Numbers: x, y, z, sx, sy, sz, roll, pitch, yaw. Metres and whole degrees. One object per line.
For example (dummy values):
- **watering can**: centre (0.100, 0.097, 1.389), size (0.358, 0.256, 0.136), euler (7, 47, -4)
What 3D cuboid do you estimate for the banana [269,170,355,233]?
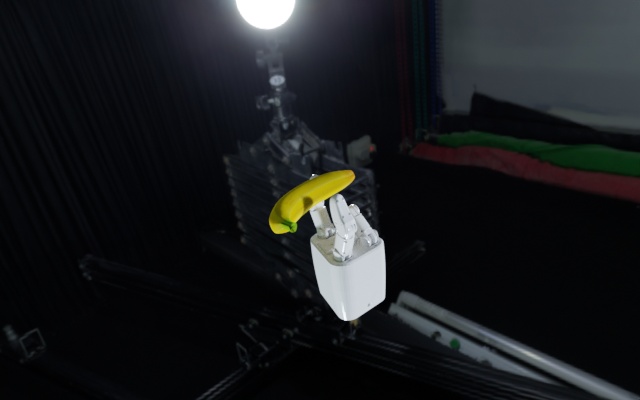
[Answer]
- **banana**: centre (-0.018, 0.002, 0.670), size (0.069, 0.037, 0.197), euler (6, 27, 26)
